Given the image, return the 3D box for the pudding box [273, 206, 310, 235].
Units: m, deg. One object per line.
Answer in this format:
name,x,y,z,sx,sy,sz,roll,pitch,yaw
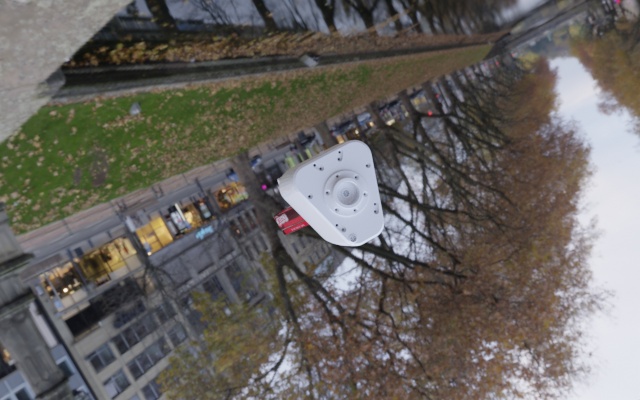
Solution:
pudding box,0.000,0.002,0.687,0.113,0.039,0.090,-30,4,-38
